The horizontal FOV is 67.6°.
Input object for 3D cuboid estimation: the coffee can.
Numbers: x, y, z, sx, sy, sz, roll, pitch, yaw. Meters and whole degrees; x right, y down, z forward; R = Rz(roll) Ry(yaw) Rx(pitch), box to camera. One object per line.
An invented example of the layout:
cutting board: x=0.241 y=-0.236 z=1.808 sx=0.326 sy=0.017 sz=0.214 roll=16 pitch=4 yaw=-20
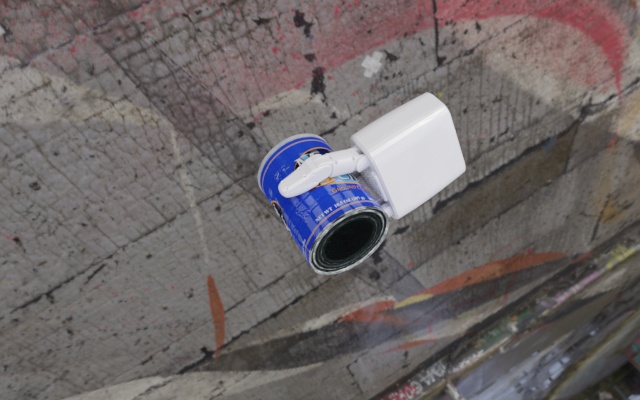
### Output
coffee can: x=0.000 y=0.002 z=0.565 sx=0.103 sy=0.103 sz=0.140 roll=0 pitch=40 yaw=-38
